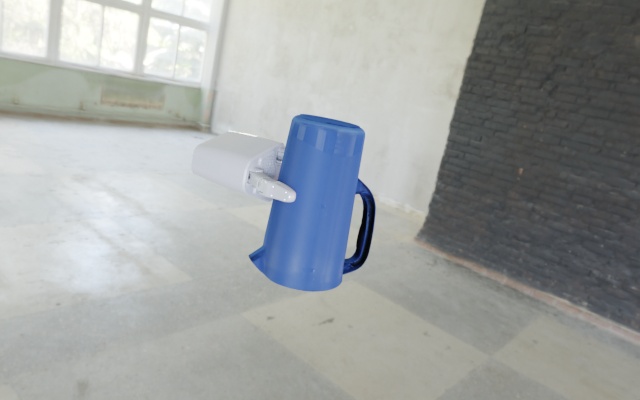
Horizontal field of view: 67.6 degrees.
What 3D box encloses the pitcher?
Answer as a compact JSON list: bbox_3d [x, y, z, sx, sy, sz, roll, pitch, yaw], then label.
[{"bbox_3d":[0.000,0.002,0.713,0.145,0.243,0.149,18,15,24],"label":"pitcher"}]
